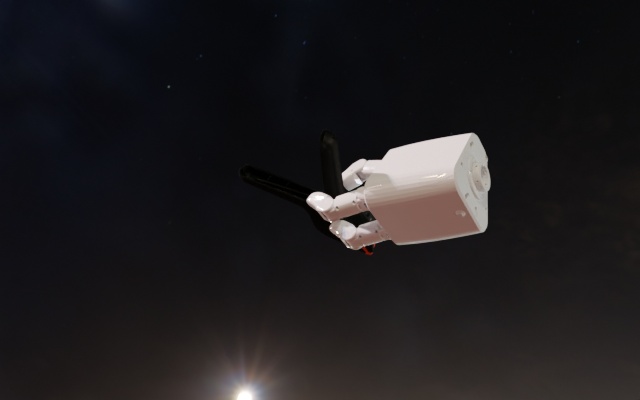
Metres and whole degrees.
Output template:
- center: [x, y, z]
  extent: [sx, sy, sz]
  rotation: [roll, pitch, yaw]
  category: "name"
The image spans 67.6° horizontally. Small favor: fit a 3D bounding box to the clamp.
- center: [0.001, 0.002, 0.636]
  extent: [0.164, 0.036, 0.210]
  rotation: [-10, -46, 38]
  category: "clamp"
